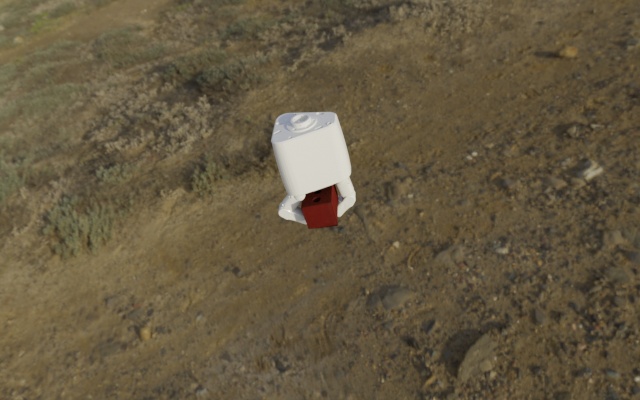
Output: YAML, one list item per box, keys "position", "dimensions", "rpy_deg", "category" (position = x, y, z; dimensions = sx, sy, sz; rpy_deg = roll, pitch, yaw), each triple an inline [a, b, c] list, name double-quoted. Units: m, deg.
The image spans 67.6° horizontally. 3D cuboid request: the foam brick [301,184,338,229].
- position: [0.000, 0.003, 0.818]
  dimensions: [0.053, 0.051, 0.078]
  rpy_deg: [-9, 39, 10]
  category: "foam brick"
